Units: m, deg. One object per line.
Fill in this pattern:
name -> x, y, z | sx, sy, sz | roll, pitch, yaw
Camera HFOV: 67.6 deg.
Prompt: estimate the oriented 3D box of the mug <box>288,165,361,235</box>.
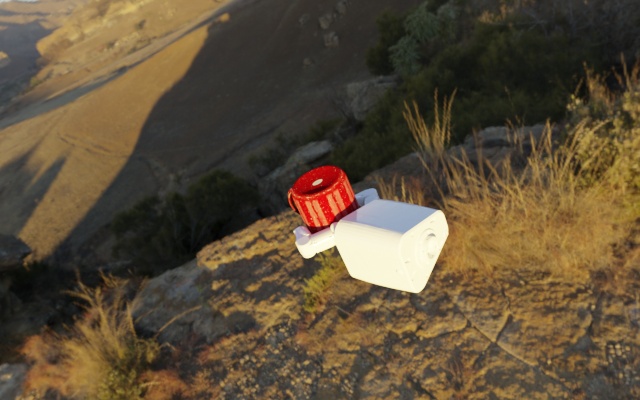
mug -> -0.001, 0.002, 0.696 | 0.117, 0.081, 0.093 | 7, 43, 41
